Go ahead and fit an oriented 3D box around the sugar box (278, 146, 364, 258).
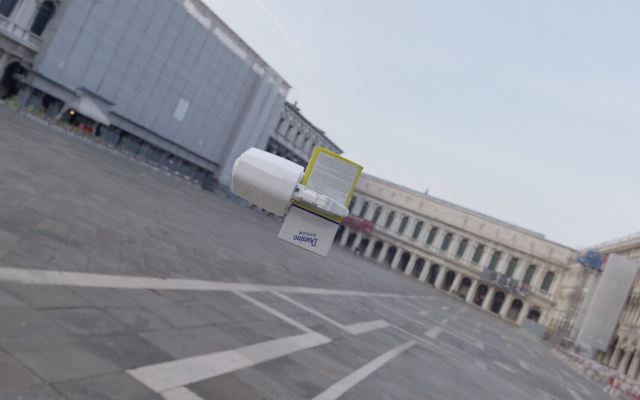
[{"bbox_3d":[0.000,0.003,0.847,0.093,0.176,0.048,24,-3,-3],"label":"sugar box"}]
